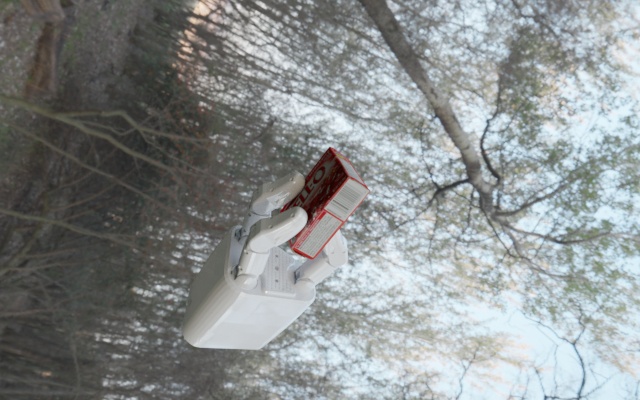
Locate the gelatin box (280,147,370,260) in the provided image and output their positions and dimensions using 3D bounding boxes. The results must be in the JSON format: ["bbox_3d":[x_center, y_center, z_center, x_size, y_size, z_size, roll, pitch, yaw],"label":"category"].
[{"bbox_3d":[0.001,0.001,0.458,0.030,0.089,0.073,31,17,-26],"label":"gelatin box"}]
